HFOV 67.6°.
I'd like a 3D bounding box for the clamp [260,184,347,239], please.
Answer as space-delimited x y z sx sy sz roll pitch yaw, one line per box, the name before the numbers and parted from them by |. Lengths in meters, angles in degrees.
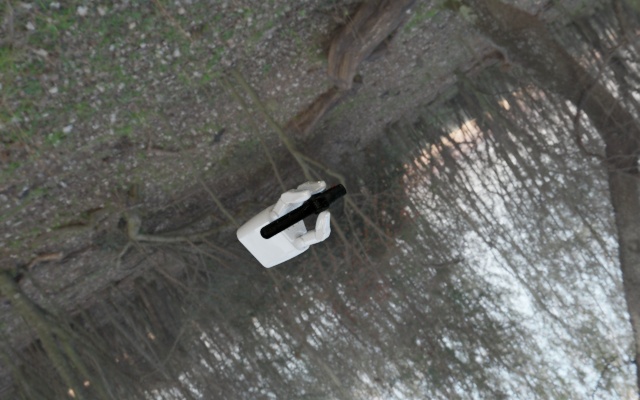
clamp | 0.001 0.004 0.894 0.164 0.036 0.210 -27 2 36
